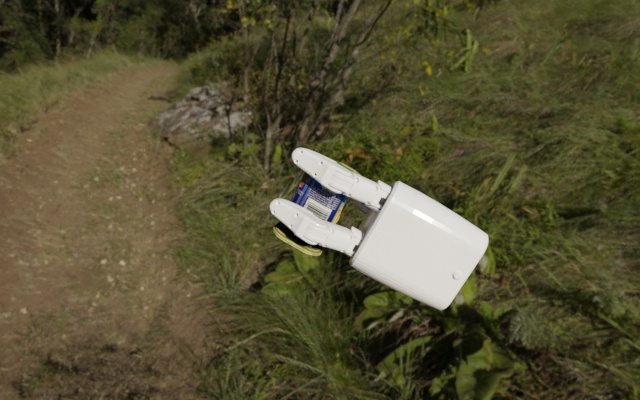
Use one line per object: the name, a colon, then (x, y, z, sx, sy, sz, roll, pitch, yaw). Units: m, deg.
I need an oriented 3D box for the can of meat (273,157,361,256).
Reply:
can of meat: (0.000, 0.001, 0.520, 0.057, 0.084, 0.102, 30, 15, 4)
